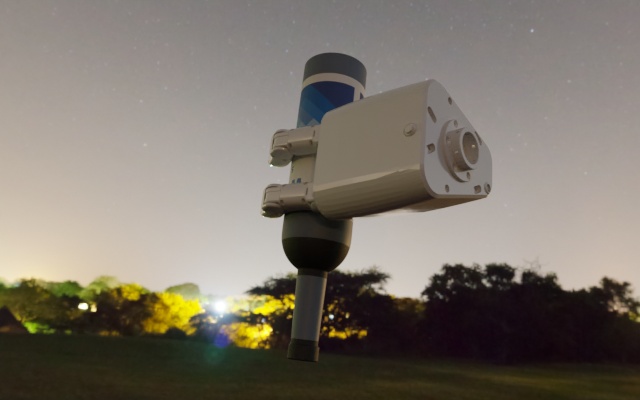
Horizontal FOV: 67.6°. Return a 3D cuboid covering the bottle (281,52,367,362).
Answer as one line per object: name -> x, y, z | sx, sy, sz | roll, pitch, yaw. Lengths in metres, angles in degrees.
bottle -> 0.000, 0.001, 0.464 | 0.069, 0.295, 0.069 | 6, -17, 2
